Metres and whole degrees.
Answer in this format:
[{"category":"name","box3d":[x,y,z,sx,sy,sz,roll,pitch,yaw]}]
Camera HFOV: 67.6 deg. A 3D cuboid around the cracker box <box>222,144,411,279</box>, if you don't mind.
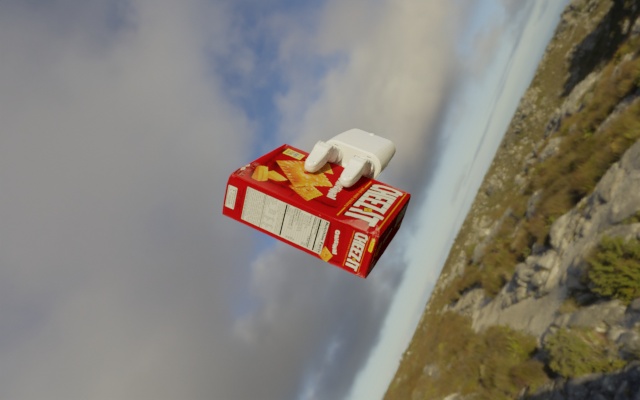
[{"category":"cracker box","box3d":[0.000,0.002,0.664,0.213,0.072,0.164,22,28,16]}]
